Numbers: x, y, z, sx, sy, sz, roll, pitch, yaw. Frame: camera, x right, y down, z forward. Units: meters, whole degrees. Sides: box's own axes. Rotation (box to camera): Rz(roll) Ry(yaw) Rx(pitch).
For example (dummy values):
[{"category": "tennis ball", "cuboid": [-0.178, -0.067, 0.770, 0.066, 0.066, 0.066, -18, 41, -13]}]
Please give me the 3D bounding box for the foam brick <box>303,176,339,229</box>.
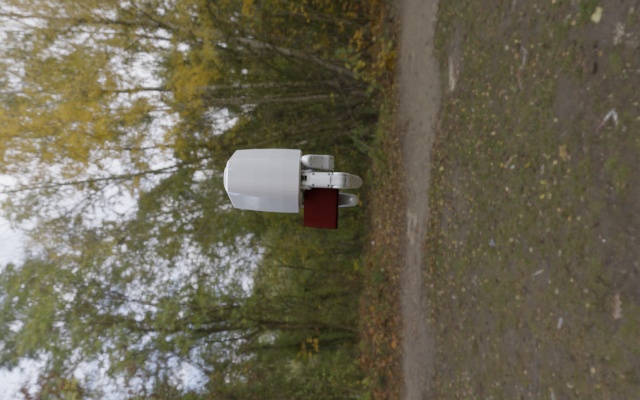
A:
[{"category": "foam brick", "cuboid": [0.000, 0.003, 0.723, 0.051, 0.078, 0.053, 2, 0, -3]}]
